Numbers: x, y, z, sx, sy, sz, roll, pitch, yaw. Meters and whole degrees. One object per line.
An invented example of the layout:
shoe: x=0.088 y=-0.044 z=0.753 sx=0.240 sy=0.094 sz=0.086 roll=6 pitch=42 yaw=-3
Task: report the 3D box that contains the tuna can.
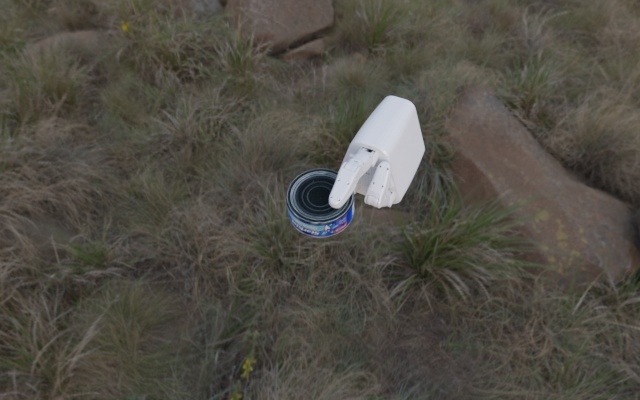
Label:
tuna can: x=0.000 y=0.002 z=0.599 sx=0.086 sy=0.086 sz=0.034 roll=0 pitch=-34 yaw=3
